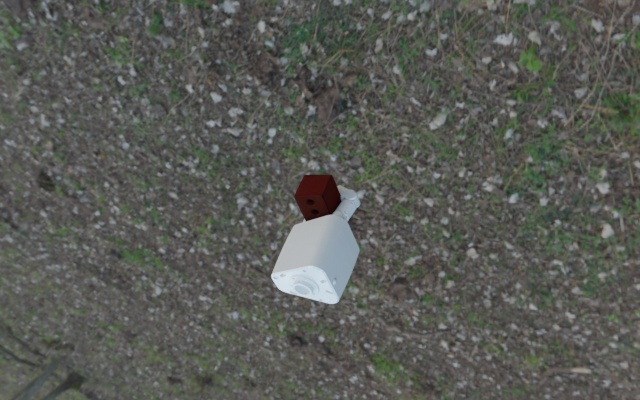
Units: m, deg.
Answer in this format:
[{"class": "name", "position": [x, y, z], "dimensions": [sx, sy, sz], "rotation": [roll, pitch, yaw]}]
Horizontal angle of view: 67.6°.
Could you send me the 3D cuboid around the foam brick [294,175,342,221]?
[{"class": "foam brick", "position": [0.000, 0.002, 0.785], "dimensions": [0.053, 0.078, 0.051], "rotation": [-1, 43, 29]}]
